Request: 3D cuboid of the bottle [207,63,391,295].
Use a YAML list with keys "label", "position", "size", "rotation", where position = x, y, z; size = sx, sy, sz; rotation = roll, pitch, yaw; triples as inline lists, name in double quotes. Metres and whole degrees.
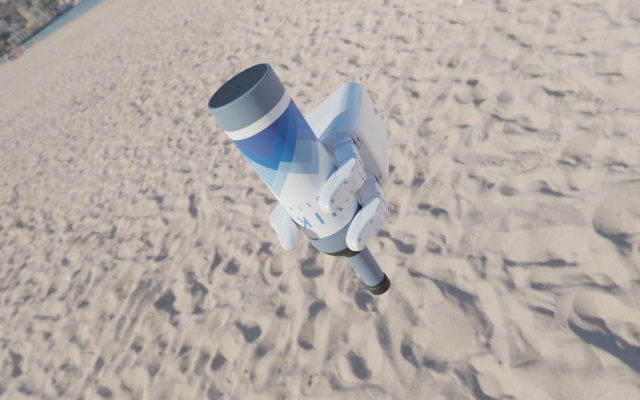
- label: "bottle"
  position: [0.000, 0.002, 0.493]
  size: [0.069, 0.069, 0.296]
  rotation: [0, -44, 42]
